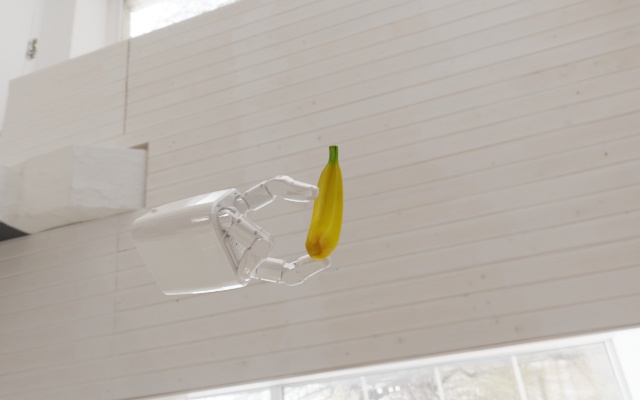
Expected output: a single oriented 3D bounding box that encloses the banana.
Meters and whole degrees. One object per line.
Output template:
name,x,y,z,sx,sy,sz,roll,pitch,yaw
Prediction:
banana,0.005,0.014,0.579,0.037,0.070,0.197,-8,38,12
